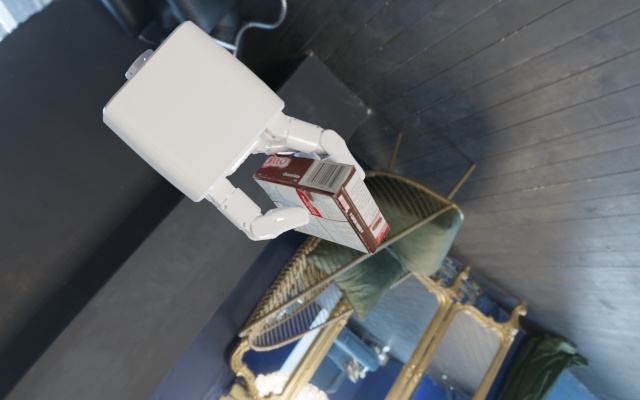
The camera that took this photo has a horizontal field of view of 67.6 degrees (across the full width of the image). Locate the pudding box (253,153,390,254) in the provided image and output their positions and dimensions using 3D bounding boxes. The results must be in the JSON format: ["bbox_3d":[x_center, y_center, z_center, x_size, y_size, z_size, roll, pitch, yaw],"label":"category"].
[{"bbox_3d":[0.000,0.002,0.464,0.113,0.039,0.090,15,-29,43],"label":"pudding box"}]
